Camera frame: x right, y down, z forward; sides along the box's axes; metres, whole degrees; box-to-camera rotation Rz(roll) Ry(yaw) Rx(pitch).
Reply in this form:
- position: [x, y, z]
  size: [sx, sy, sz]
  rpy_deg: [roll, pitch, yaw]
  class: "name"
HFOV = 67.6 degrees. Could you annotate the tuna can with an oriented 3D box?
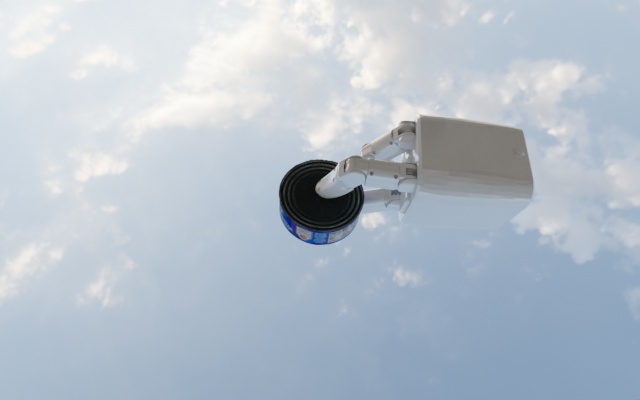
- position: [0.000, 0.002, 0.488]
  size: [0.086, 0.086, 0.034]
  rpy_deg: [0, -32, -6]
  class: "tuna can"
